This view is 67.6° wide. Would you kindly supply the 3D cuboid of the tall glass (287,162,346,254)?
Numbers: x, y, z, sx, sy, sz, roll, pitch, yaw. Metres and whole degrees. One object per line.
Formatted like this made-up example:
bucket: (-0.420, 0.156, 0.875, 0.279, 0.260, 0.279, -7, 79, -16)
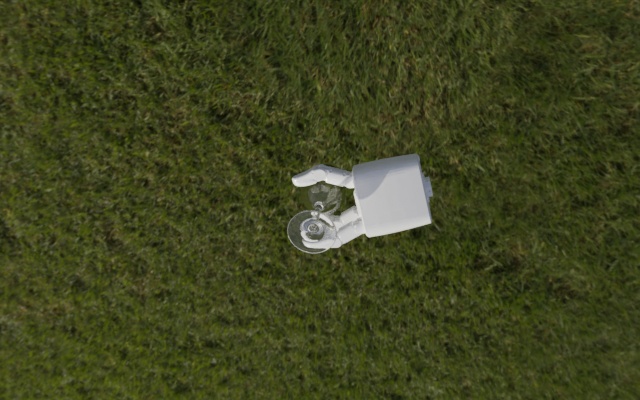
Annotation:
tall glass: (0.000, 0.003, 0.794, 0.079, 0.079, 0.201, 0, 27, 8)
